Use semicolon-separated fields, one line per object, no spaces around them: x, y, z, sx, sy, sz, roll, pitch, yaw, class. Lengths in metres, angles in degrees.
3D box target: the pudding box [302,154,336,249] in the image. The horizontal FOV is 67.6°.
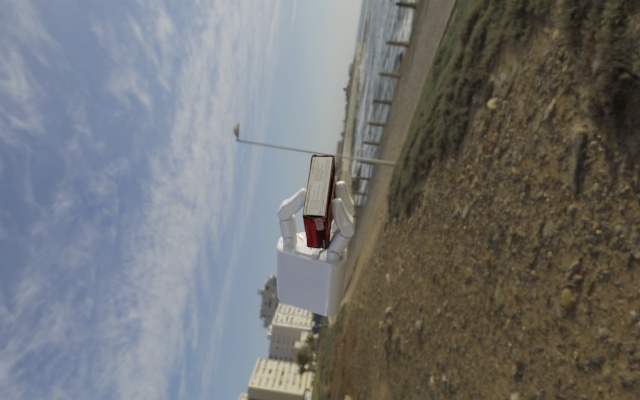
0.000;0.002;0.708;0.039;0.113;0.090;3;-34;4;pudding box
